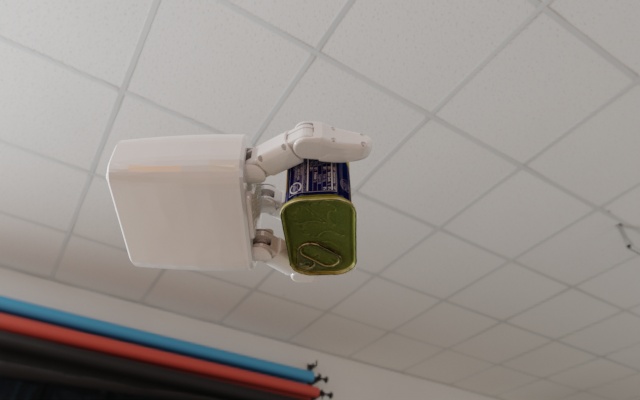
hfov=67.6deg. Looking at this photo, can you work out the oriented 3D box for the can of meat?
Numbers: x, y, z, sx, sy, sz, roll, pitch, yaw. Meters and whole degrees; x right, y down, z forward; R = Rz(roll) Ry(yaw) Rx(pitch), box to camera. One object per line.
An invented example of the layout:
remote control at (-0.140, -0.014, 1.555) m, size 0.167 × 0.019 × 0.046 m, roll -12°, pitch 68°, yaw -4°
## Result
can of meat at (0.000, 0.001, 0.406) m, size 0.057 × 0.083 × 0.102 m, roll -3°, pitch -41°, yaw 3°
